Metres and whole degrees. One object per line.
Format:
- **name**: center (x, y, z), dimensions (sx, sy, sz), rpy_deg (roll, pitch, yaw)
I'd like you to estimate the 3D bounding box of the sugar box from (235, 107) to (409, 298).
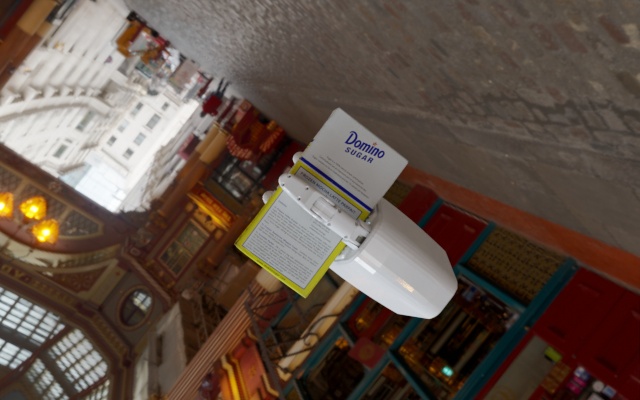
- **sugar box**: center (0.000, 0.002, 0.497), dimensions (0.093, 0.176, 0.048), rpy_deg (37, 0, -7)
